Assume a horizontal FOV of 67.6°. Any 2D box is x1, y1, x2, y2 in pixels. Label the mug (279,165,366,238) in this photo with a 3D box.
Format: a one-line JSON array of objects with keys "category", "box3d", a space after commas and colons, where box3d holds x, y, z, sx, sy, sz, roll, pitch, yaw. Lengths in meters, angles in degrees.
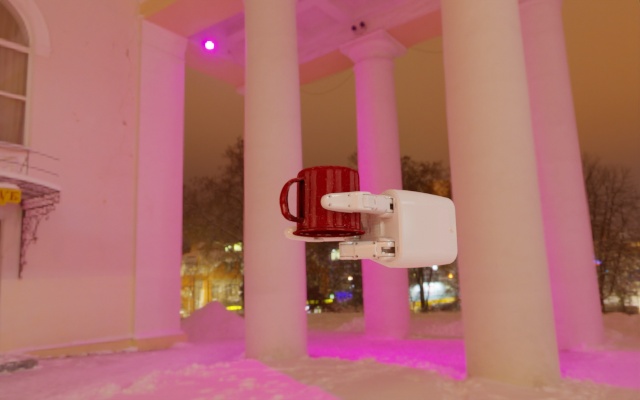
[{"category": "mug", "box3d": [-0.001, 0.002, 0.605, 0.117, 0.081, 0.093, 6, -12, -32]}]
